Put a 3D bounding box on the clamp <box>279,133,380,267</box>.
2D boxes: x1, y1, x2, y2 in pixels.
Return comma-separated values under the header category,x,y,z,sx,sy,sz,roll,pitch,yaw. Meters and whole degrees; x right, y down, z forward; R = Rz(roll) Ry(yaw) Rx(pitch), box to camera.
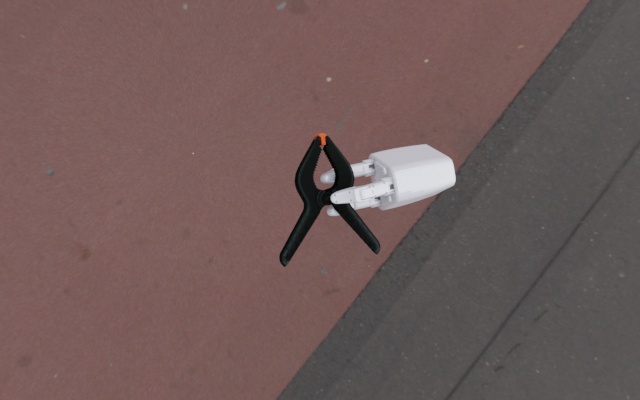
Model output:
category,x,y,z,sx,sy,sz,roll,pitch,yaw
clamp,0.000,0.002,0.750,0.164,0.210,0.036,-13,9,-11
